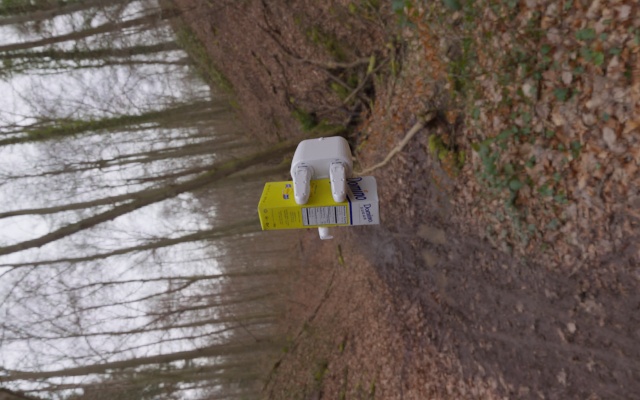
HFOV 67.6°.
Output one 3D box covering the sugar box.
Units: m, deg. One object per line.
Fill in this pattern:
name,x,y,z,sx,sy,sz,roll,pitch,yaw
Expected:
sugar box,0.000,0.002,0.726,0.176,0.048,0.093,-6,27,5
